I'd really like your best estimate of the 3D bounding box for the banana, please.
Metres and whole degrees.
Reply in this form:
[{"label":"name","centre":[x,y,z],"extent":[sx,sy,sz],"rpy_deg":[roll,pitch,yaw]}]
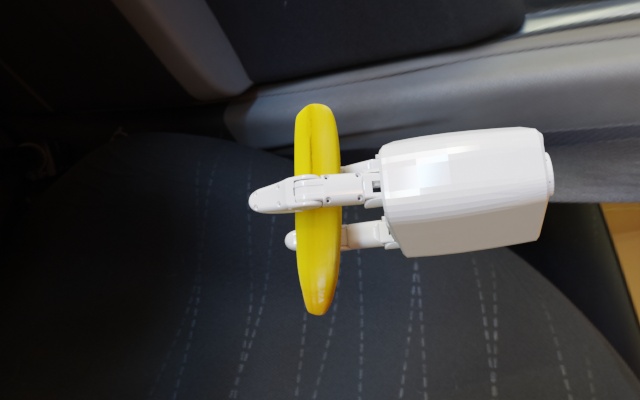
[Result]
[{"label":"banana","centre":[-0.001,-0.011,0.387],"extent":[0.037,0.197,0.070],"rpy_deg":[-3,-32,2]}]
